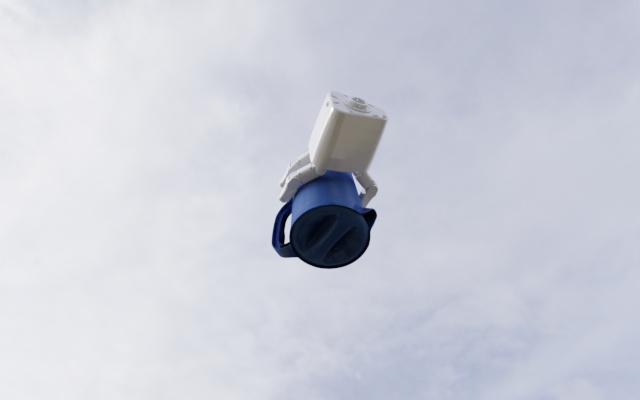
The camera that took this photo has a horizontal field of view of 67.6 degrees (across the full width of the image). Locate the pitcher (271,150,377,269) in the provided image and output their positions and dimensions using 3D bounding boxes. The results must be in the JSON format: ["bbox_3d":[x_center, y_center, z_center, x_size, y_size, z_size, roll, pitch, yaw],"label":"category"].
[{"bbox_3d":[0.000,0.003,0.869,0.149,0.145,0.242,13,31,-12],"label":"pitcher"}]
